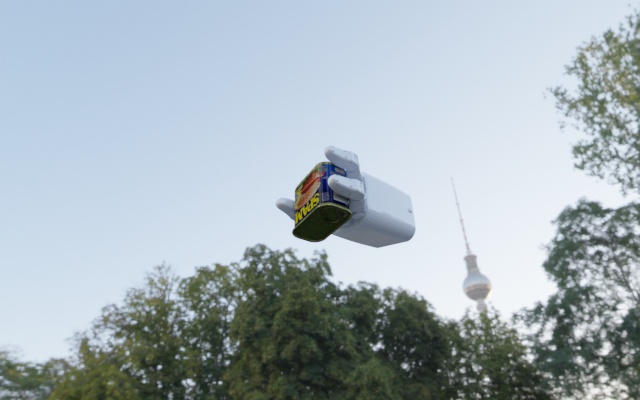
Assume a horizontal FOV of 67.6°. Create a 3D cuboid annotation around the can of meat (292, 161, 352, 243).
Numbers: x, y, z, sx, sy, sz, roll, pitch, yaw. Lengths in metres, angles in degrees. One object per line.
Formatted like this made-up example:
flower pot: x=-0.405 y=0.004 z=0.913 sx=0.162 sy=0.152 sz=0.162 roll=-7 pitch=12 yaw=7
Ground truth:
can of meat: x=0.000 y=0.002 z=0.727 sx=0.057 sy=0.084 sz=0.102 roll=19 pitch=-41 yaw=-26
